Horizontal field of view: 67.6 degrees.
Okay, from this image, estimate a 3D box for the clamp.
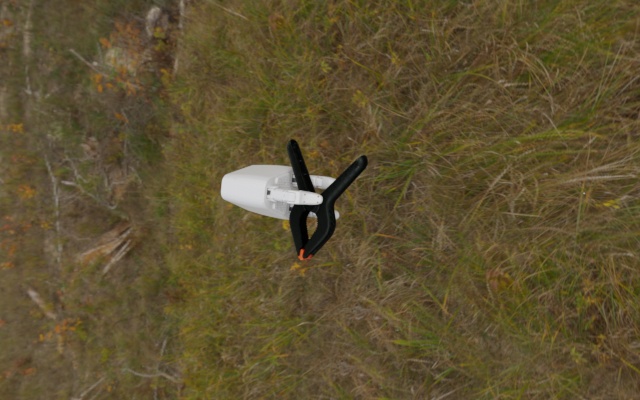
[{"bbox_3d":[-0.001,0.003,0.828,0.164,0.210,0.036,9,5,35],"label":"clamp"}]
